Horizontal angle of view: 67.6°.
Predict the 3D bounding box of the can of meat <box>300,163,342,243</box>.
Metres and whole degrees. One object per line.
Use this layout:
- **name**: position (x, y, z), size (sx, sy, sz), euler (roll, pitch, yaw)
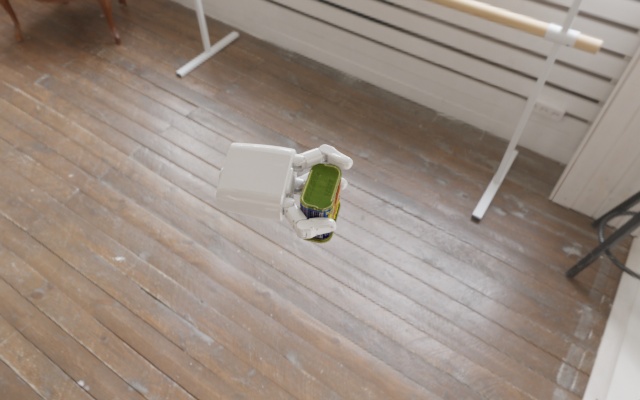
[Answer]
- **can of meat**: position (0.000, 0.002, 0.766), size (0.057, 0.102, 0.084), euler (11, -40, 8)
